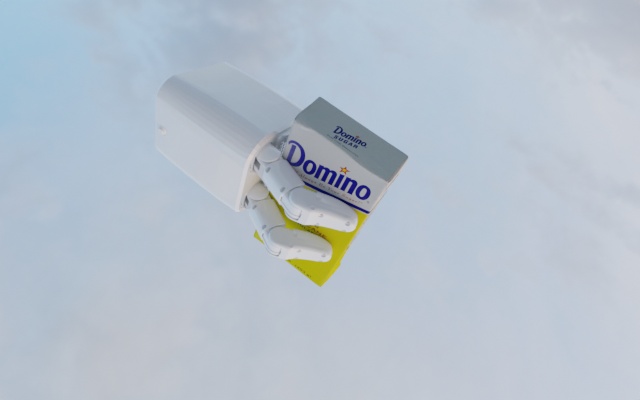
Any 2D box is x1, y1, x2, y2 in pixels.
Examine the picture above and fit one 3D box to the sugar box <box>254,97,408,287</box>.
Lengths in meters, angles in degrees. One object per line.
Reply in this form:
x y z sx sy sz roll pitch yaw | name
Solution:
0.000 0.002 0.442 0.093 0.048 0.176 35 -38 9 | sugar box
